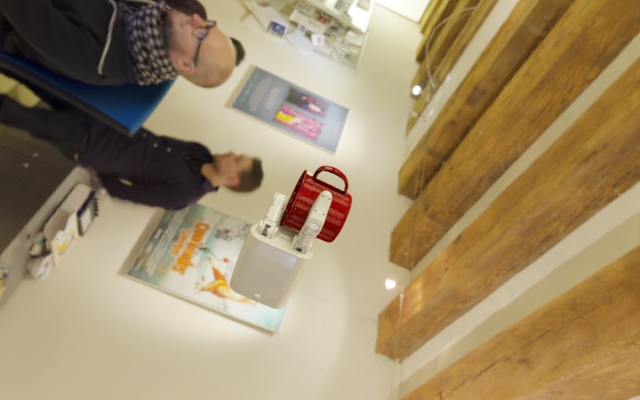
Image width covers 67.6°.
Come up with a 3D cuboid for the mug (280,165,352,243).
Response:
[{"bbox_3d":[0.001,0.001,0.708,0.081,0.117,0.093,24,23,-8],"label":"mug"}]
